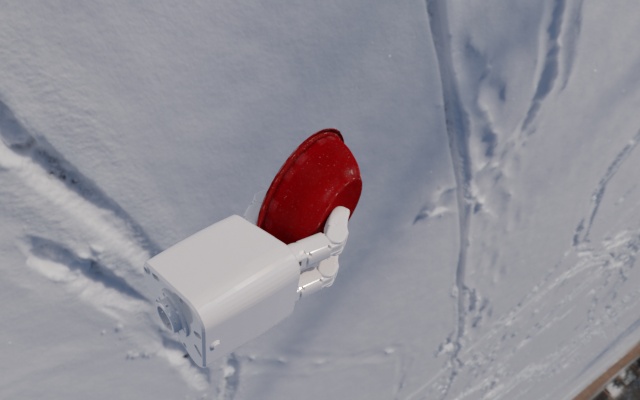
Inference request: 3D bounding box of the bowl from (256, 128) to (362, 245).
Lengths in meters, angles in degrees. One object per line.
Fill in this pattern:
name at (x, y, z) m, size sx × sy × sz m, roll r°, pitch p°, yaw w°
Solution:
bowl at (0.001, 0.001, 0.545) m, size 0.055 × 0.162 × 0.162 m, roll 31°, pitch 12°, yaw 20°
